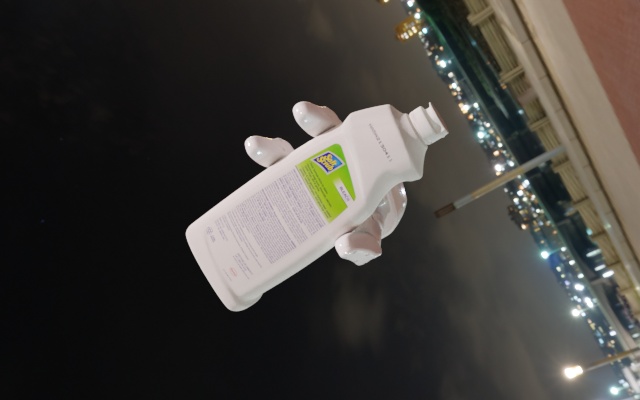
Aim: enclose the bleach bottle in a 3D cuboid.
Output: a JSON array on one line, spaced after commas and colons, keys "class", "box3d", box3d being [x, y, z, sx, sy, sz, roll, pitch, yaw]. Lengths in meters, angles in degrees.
[{"class": "bleach bottle", "box3d": [0.000, 0.001, 0.428, 0.251, 0.102, 0.068, -31, 0, 21]}]
